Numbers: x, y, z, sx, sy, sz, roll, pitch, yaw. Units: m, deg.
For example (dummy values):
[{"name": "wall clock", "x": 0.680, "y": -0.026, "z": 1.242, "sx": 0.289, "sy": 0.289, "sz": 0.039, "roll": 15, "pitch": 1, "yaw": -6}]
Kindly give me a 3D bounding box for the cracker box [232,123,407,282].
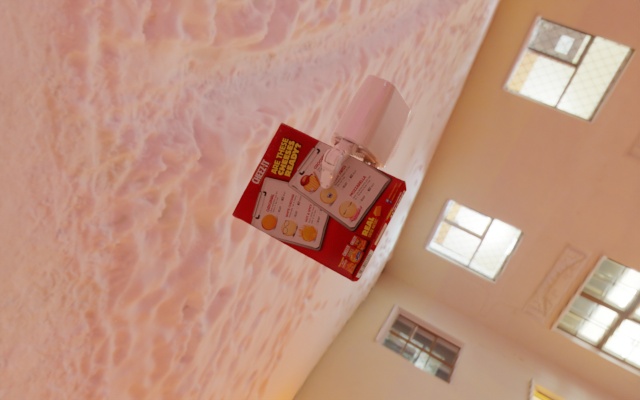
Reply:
[{"name": "cracker box", "x": 0.000, "y": 0.002, "z": 0.732, "sx": 0.213, "sy": 0.164, "sz": 0.072, "roll": 27, "pitch": -3, "yaw": 16}]
